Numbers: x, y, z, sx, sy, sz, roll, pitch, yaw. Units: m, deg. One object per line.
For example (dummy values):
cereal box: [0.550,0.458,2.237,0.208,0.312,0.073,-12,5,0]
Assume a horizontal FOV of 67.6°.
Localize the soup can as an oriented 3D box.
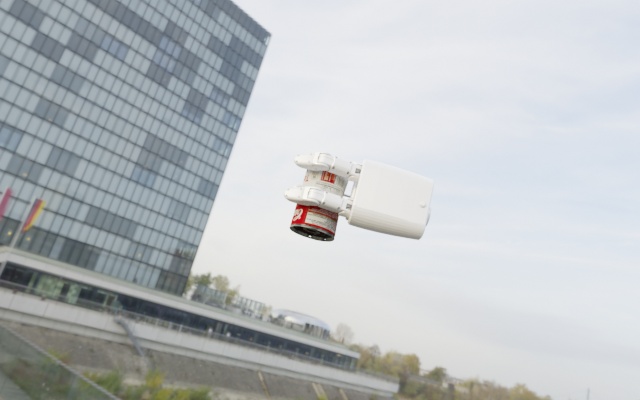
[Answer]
soup can: [0.000,0.002,0.710,0.068,0.102,0.068,14,-16,4]
